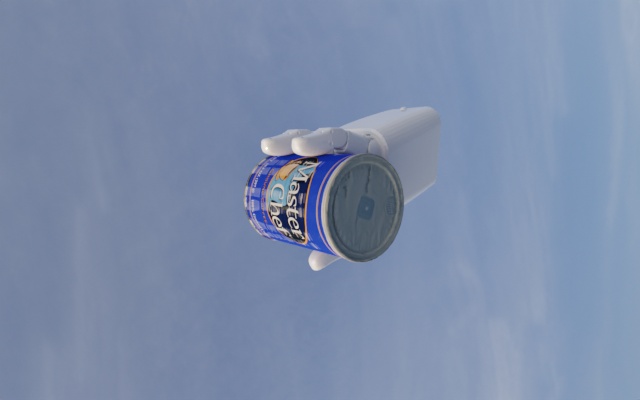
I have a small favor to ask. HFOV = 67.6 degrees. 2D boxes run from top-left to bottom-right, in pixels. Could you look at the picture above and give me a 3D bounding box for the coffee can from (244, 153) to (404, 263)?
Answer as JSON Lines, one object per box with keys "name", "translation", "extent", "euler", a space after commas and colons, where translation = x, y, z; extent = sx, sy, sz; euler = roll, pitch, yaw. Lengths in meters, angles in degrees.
{"name": "coffee can", "translation": [0.000, 0.002, 0.497], "extent": [0.103, 0.103, 0.140], "euler": [0, 5, -39]}
